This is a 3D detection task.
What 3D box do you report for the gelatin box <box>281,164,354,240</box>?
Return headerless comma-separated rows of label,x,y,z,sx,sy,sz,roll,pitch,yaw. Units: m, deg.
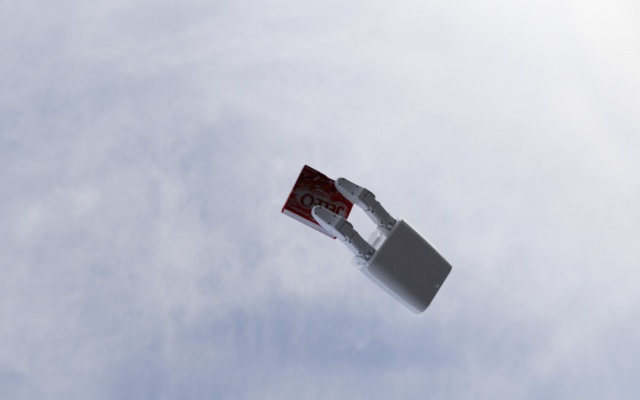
gelatin box,0.000,0.002,0.670,0.089,0.073,0.030,27,-20,-5
